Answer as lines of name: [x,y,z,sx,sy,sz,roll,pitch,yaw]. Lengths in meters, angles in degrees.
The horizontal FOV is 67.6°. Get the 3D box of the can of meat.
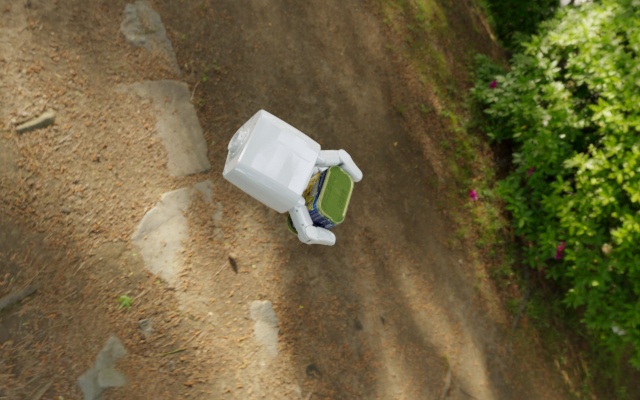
can of meat: [0.000,0.002,0.749,0.057,0.102,0.084,34,-37,-23]
